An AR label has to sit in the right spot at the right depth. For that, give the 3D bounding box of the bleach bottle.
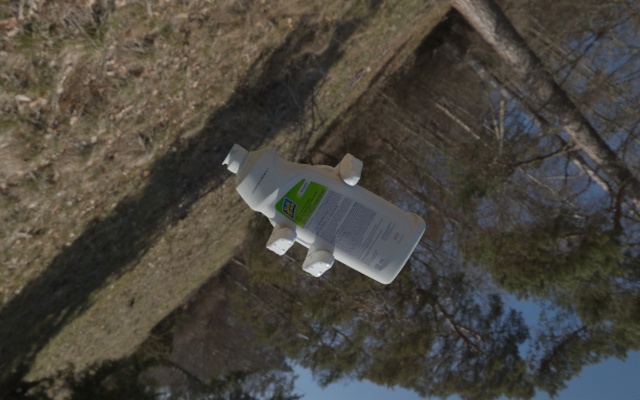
[{"bbox_3d":[0.000,0.002,0.590,0.251,0.102,0.068,32,0,-12],"label":"bleach bottle"}]
